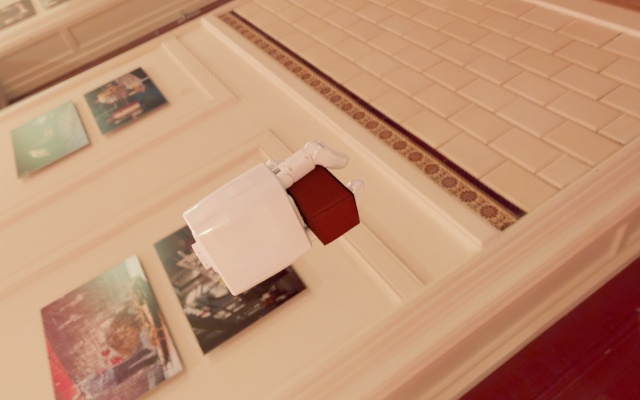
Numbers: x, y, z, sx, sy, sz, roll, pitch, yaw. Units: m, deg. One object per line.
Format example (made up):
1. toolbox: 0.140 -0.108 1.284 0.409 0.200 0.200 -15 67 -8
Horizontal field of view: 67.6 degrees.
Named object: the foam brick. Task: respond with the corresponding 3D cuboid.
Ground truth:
1. foam brick: 0.000 0.002 0.540 0.051 0.053 0.078 -32 47 -13
